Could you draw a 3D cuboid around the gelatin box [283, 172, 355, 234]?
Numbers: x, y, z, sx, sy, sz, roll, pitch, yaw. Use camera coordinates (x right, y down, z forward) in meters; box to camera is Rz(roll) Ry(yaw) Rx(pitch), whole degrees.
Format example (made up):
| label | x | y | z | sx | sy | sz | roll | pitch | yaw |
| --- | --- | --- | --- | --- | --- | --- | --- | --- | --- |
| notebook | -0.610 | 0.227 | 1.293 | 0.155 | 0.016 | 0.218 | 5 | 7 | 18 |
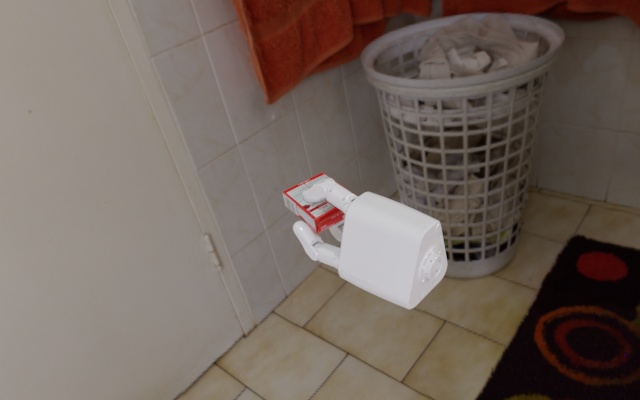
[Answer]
| label | x | y | z | sx | sy | sz | roll | pitch | yaw |
| --- | --- | --- | --- | --- | --- | --- | --- | --- | --- |
| gelatin box | 0.000 | 0.002 | 0.681 | 0.073 | 0.030 | 0.089 | -28 | 41 | -23 |
